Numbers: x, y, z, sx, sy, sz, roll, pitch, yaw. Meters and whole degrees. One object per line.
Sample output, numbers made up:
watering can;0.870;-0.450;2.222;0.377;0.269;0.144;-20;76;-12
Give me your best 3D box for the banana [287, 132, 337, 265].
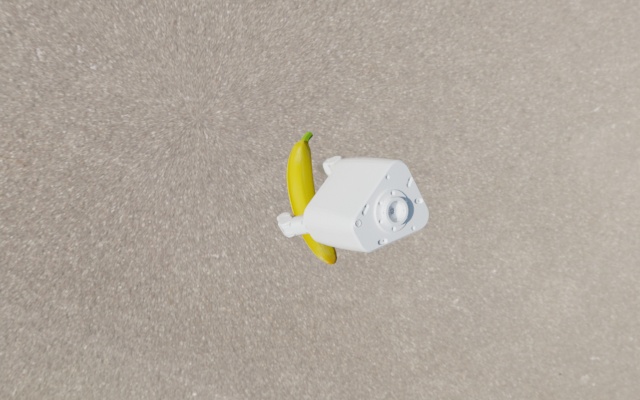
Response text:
banana;-0.013;0.002;0.674;0.037;0.198;0.069;-4;8;45
